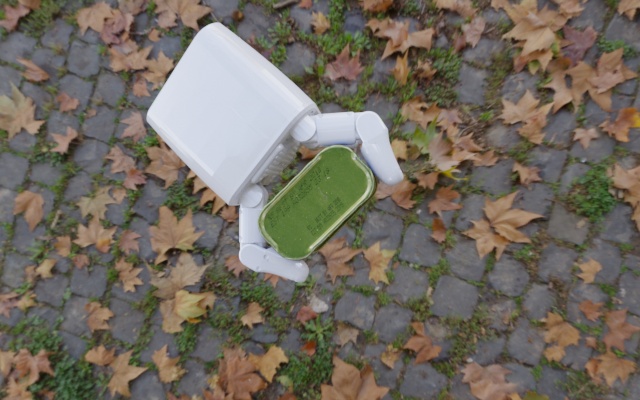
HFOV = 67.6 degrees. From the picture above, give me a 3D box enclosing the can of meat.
[{"bbox_3d":[0.000,0.001,0.401,0.102,0.057,0.084,-45,-4,5],"label":"can of meat"}]
